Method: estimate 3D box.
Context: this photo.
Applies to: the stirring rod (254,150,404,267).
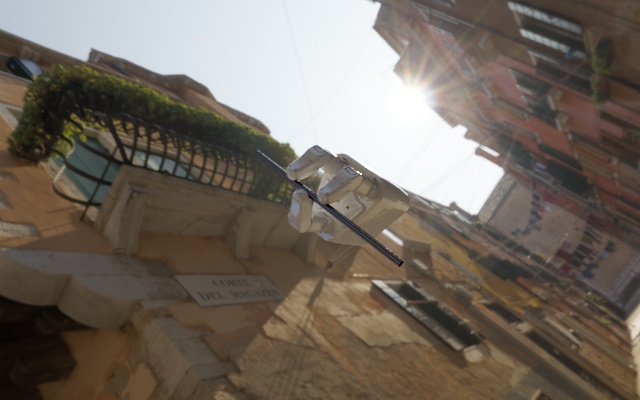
[{"bbox_3d":[0.000,0.002,0.547,0.239,0.011,0.011,37,21,31],"label":"stirring rod"}]
